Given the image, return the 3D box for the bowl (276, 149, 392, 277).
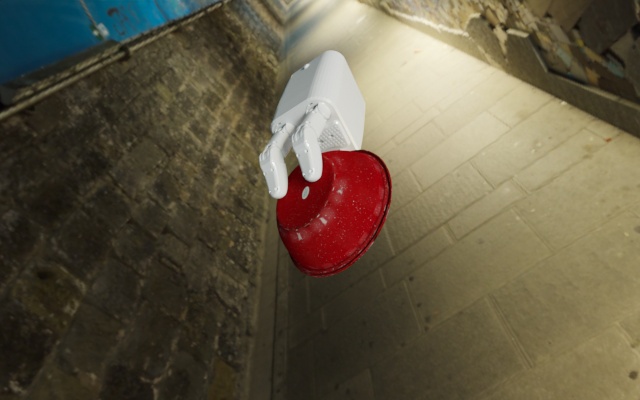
[{"bbox_3d":[0.000,0.003,0.540,0.055,0.162,0.162,31,-20,-37],"label":"bowl"}]
